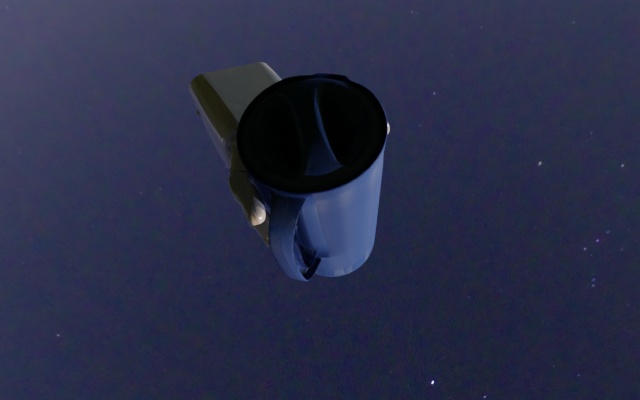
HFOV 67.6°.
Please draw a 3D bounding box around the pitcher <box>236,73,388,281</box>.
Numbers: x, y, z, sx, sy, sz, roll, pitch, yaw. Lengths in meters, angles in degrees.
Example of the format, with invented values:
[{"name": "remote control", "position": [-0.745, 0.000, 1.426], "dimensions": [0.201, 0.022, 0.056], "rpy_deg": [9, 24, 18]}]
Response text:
[{"name": "pitcher", "position": [0.000, 0.002, 0.511], "dimensions": [0.149, 0.145, 0.243], "rpy_deg": [-30, -29, -10]}]
